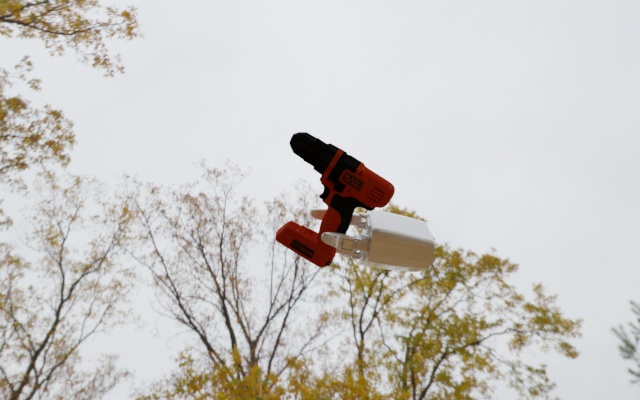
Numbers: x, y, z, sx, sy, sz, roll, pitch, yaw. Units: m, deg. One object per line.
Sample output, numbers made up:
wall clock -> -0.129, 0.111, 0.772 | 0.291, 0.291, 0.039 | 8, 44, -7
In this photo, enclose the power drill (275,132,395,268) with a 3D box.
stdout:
power drill -> 0.000, 0.003, 0.776 | 0.184, 0.188, 0.057 | 32, 25, 3
